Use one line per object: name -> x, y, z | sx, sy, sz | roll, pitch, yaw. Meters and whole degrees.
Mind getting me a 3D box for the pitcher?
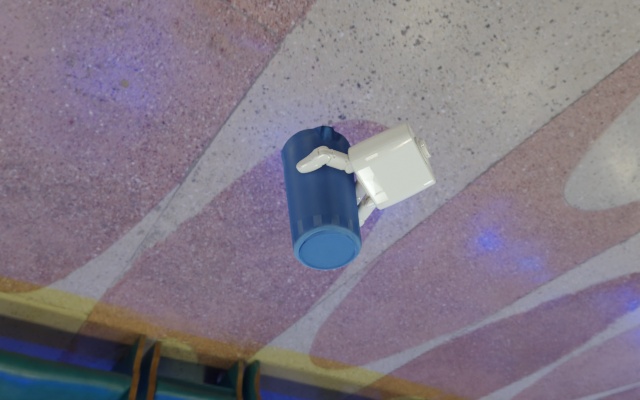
pitcher -> 0.000, 0.003, 0.828 | 0.145, 0.242, 0.149 | -25, -48, 18
